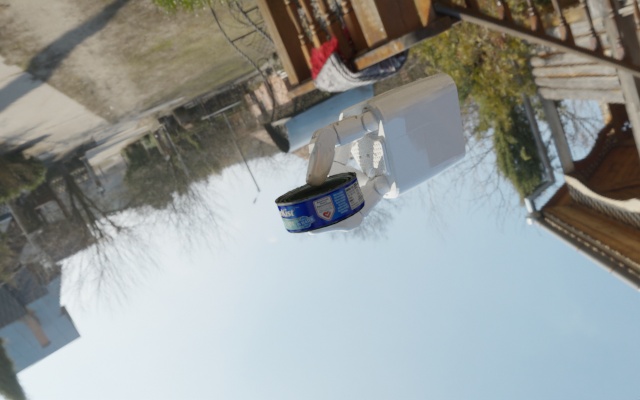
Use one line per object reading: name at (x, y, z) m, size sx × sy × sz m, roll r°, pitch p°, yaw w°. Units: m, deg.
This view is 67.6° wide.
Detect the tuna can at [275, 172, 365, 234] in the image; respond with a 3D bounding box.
tuna can at (0.000, 0.002, 0.476) m, size 0.086 × 0.034 × 0.086 m, roll -19°, pitch 11°, yaw 4°
